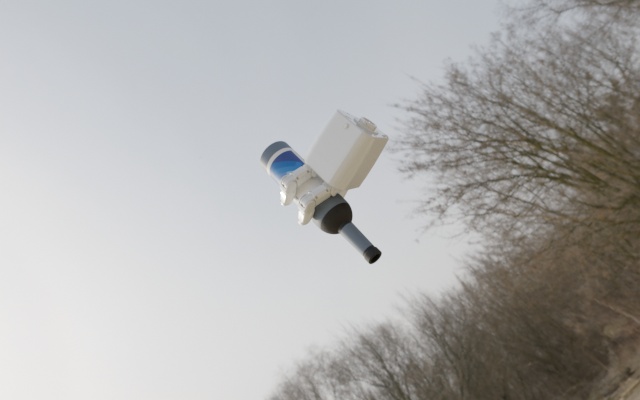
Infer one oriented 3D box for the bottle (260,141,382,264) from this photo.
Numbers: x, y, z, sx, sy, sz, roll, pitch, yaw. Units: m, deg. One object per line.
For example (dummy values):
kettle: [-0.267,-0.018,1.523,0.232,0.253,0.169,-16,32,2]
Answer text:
bottle: [0.000,0.003,0.837,0.069,0.069,0.295,0,37,-49]
